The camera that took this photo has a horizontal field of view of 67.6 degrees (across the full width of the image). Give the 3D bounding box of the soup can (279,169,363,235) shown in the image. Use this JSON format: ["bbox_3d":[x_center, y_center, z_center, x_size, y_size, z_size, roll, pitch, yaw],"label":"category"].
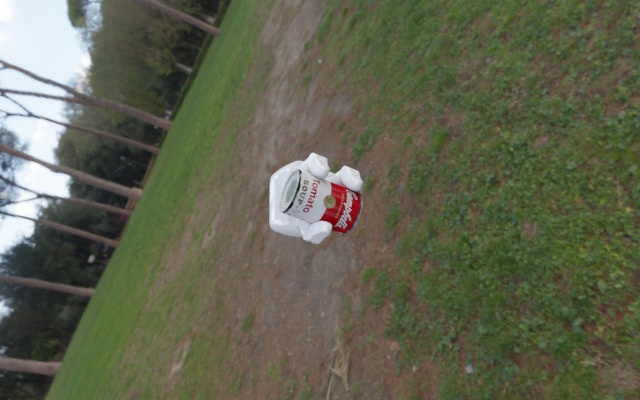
[{"bbox_3d":[0.000,0.002,0.687,0.102,0.068,0.068,21,-8,-20],"label":"soup can"}]
